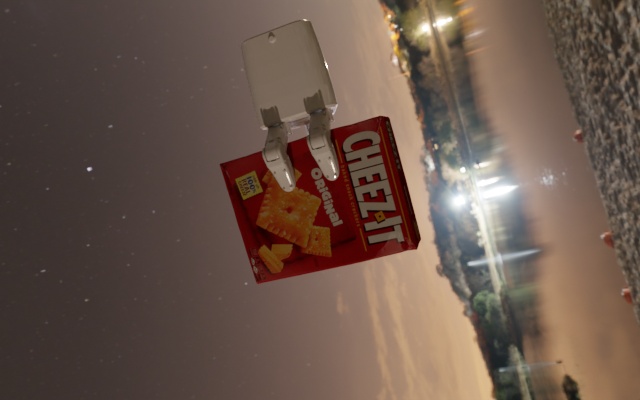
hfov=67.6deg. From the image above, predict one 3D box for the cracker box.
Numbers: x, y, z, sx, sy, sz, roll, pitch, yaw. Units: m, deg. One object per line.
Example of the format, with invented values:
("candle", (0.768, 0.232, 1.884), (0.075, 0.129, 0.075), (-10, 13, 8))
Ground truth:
("cracker box", (0.000, 0.002, 0.599), (0.214, 0.164, 0.072), (-14, 4, 16))
